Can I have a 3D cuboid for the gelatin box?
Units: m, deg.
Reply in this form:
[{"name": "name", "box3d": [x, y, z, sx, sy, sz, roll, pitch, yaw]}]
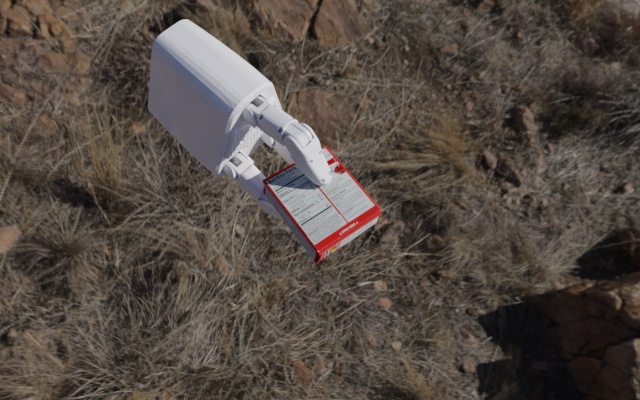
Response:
[{"name": "gelatin box", "box3d": [0.000, 0.001, 0.442, 0.073, 0.089, 0.030, -32, -21, -20]}]
